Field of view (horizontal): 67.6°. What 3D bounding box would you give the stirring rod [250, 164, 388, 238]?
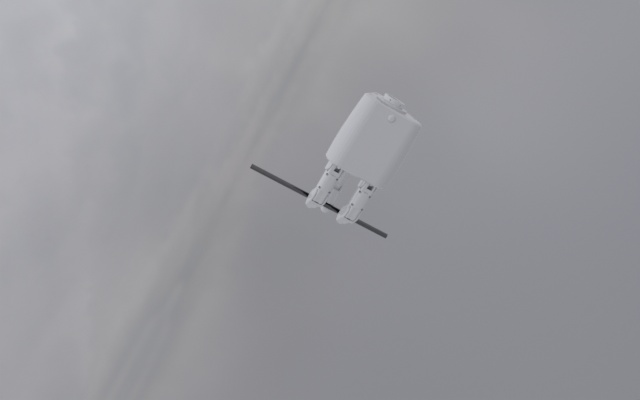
[{"bbox_3d":[0.000,0.002,0.741,0.239,0.011,0.011,28,-5,-10],"label":"stirring rod"}]
